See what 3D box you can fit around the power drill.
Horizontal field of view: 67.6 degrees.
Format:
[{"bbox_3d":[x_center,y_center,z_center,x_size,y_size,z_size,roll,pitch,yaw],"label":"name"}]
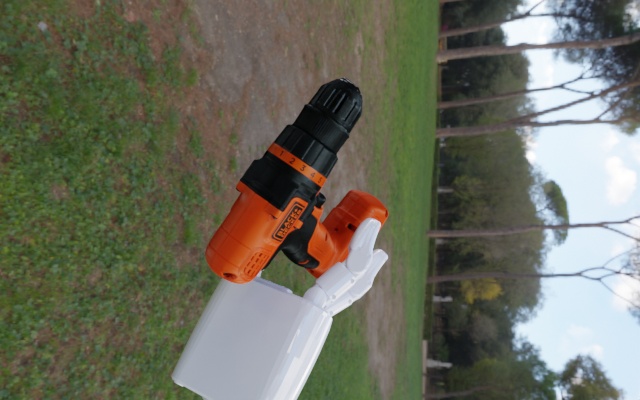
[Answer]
[{"bbox_3d":[0.000,0.002,0.439,0.057,0.184,0.188,37,1,31],"label":"power drill"}]
